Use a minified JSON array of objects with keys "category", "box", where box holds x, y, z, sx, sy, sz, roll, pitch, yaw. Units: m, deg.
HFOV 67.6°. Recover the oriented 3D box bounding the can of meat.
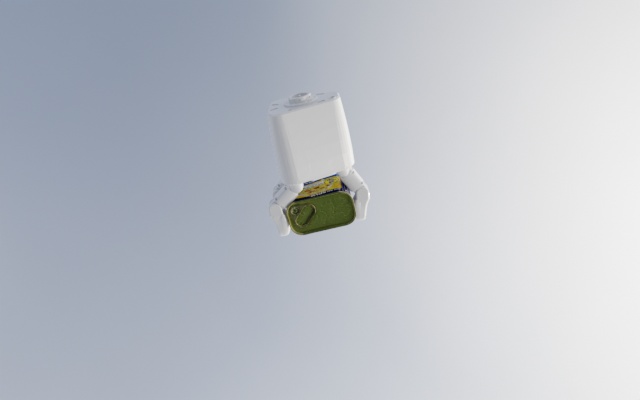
[{"category":"can of meat","box":[0.000,0.002,0.744,0.102,0.057,0.084,-14,25,5]}]
